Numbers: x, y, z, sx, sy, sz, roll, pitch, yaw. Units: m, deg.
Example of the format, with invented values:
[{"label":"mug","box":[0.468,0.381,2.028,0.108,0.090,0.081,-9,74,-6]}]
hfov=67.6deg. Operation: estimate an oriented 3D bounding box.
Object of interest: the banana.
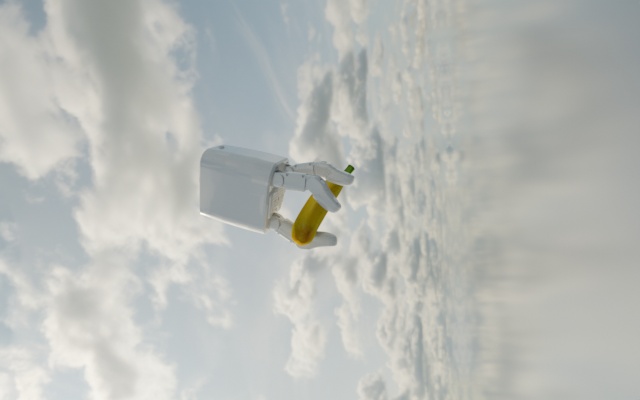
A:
[{"label":"banana","box":[-0.006,0.013,0.695,0.037,0.070,0.197,32,40,0]}]
